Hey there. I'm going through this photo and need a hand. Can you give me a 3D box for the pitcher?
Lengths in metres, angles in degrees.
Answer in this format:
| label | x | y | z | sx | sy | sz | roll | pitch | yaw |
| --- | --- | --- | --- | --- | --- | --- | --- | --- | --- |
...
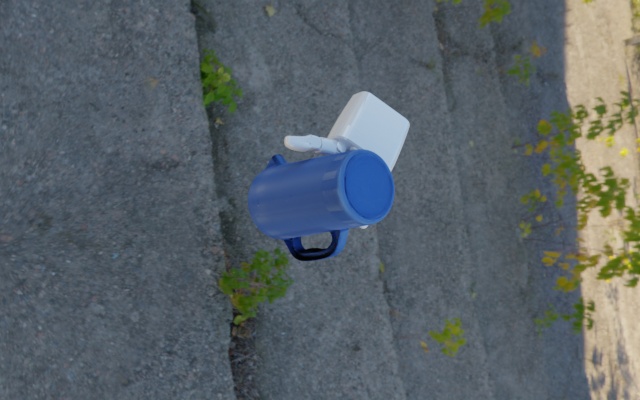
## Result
| label | x | y | z | sx | sy | sz | roll | pitch | yaw |
| --- | --- | --- | --- | --- | --- | --- | --- | --- | --- |
| pitcher | 0.000 | 0.002 | 0.758 | 0.149 | 0.145 | 0.243 | 40 | -27 | -26 |
